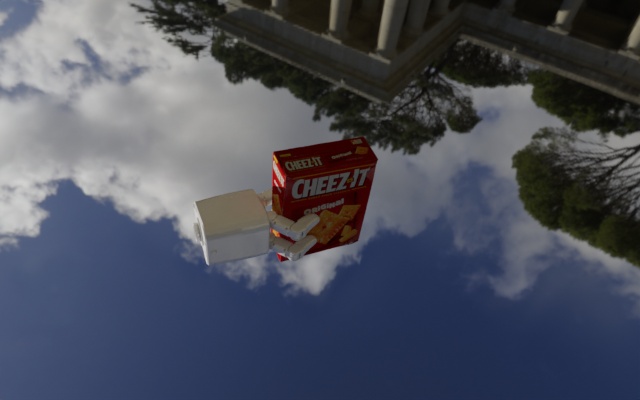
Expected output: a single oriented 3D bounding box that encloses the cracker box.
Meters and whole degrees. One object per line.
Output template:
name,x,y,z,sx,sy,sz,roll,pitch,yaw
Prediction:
cracker box,0.000,0.003,0.840,0.164,0.214,0.072,-12,49,-19
